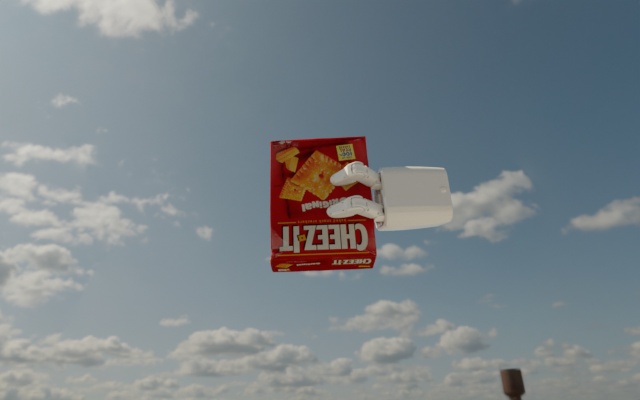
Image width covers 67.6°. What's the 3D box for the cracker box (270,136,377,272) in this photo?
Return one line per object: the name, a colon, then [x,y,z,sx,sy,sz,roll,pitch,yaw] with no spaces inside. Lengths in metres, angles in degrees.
cracker box: [0.000,0.002,0.779,0.164,0.213,0.072,-2,-25,-1]
